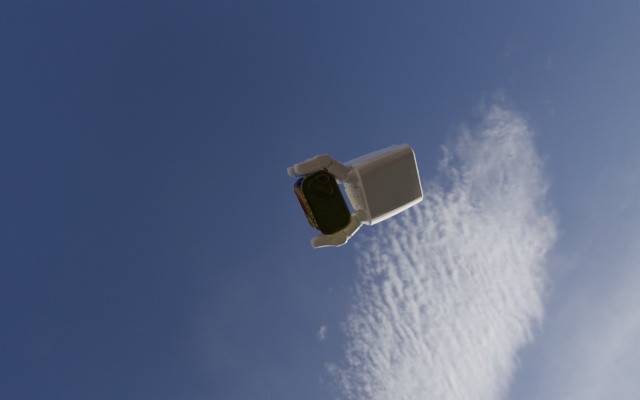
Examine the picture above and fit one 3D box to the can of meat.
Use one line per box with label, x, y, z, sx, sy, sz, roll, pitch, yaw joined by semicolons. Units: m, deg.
can of meat;0.000;0.003;0.789;0.057;0.102;0.084;-26;8;-12
